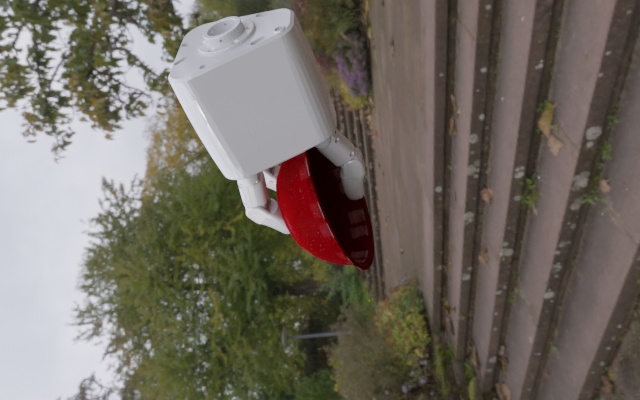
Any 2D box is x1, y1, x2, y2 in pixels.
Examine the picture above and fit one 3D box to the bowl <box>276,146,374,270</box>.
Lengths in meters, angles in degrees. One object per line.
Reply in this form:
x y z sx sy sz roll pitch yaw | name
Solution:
0.000 0.003 0.499 0.055 0.162 0.162 -21 -7 19 | bowl
